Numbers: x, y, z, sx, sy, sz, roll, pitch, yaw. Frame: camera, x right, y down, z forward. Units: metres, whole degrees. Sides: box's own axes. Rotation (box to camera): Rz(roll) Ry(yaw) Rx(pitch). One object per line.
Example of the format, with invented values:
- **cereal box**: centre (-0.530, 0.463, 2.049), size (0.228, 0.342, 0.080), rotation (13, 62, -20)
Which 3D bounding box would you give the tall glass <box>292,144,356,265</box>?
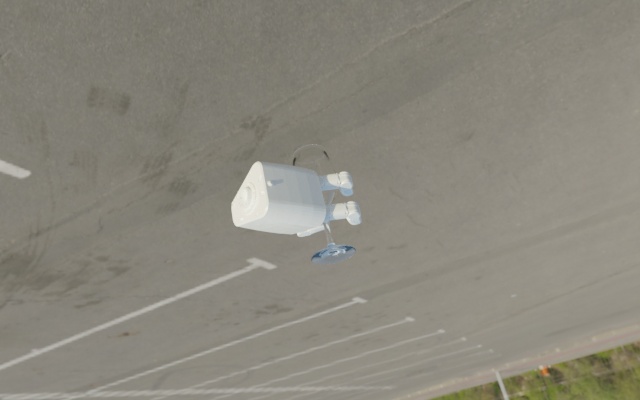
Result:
- **tall glass**: centre (0.000, 0.003, 0.816), size (0.079, 0.201, 0.079), rotation (-11, -27, -6)
